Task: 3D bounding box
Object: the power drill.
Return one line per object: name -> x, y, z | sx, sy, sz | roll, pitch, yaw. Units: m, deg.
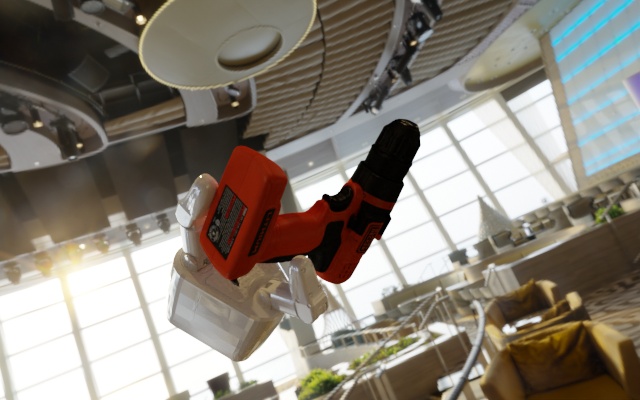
power drill -> 0.000, 0.002, 0.426 | 0.187, 0.184, 0.057 | 4, 28, -46
